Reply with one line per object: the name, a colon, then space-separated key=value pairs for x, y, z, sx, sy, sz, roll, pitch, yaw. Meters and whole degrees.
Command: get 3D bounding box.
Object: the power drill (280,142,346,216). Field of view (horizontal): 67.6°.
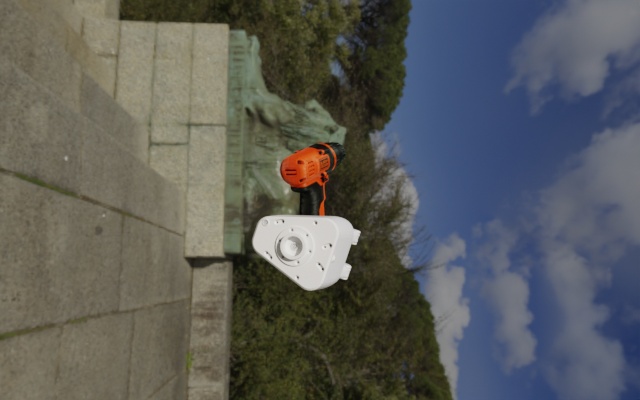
power drill: x=0.000 y=0.003 z=0.770 sx=0.057 sy=0.188 sz=0.184 roll=-1 pitch=14 yaw=27
